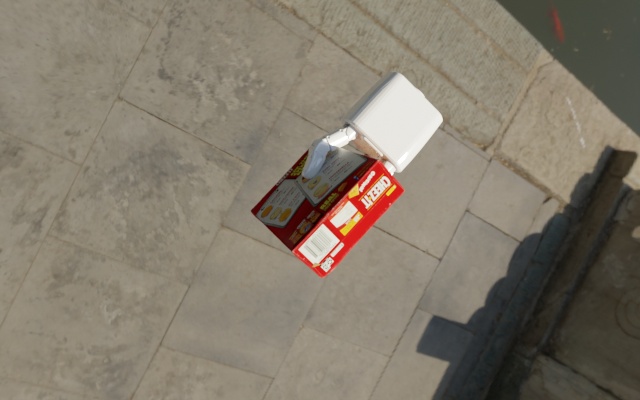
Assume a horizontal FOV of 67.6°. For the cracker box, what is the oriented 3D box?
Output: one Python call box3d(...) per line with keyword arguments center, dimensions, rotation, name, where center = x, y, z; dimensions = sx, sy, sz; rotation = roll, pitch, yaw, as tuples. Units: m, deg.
box3d(center=(0.000, 0.002, 0.704), dimensions=(0.072, 0.164, 0.213), rotation=(46, -7, -25), name="cracker box")
